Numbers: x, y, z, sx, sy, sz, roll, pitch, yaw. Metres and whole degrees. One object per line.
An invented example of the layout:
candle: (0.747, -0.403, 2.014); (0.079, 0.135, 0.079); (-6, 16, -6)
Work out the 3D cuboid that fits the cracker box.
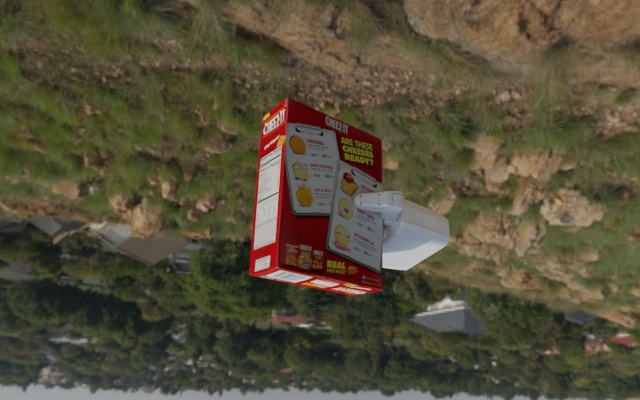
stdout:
cracker box: (0.000, 0.002, 0.607); (0.164, 0.213, 0.072); (18, -26, -35)
